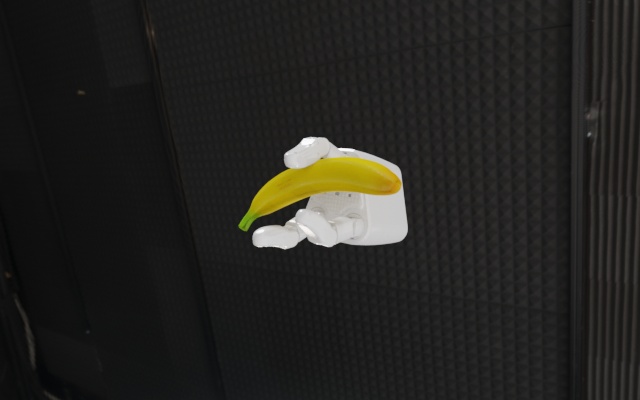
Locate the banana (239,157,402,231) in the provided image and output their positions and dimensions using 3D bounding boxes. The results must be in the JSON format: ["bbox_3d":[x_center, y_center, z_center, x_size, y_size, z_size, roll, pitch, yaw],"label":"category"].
[{"bbox_3d":[-0.002,-0.014,0.515,0.198,0.069,0.037,-16,-33,31],"label":"banana"}]
